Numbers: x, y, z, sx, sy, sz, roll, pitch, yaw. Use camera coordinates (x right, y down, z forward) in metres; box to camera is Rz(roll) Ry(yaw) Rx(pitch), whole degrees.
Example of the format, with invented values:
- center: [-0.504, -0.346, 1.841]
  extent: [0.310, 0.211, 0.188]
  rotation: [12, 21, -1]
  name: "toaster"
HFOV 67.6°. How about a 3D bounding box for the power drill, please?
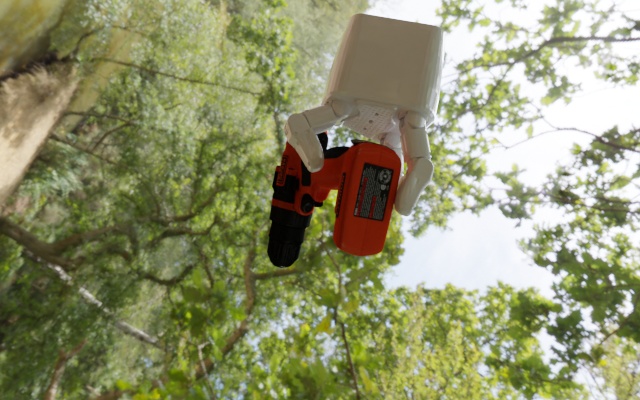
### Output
- center: [0.000, 0.002, 0.518]
  extent: [0.057, 0.184, 0.187]
  rotation: [8, 5, -31]
  name: "power drill"
